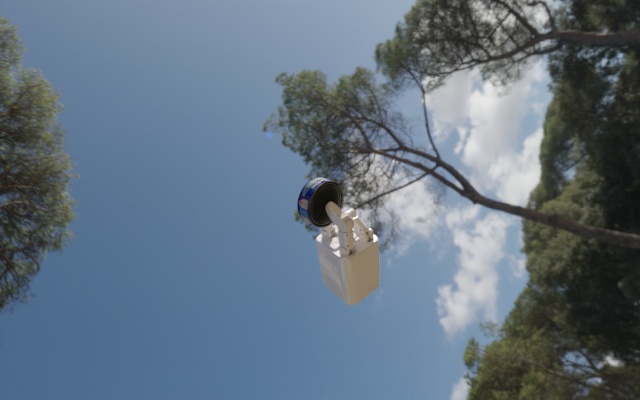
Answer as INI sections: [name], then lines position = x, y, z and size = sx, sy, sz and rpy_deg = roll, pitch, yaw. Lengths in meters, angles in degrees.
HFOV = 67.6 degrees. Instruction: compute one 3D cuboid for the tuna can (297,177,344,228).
[tuna can]
position = 0.000, 0.003, 0.849
size = 0.033, 0.086, 0.086
rpy_deg = 21, 15, 42
